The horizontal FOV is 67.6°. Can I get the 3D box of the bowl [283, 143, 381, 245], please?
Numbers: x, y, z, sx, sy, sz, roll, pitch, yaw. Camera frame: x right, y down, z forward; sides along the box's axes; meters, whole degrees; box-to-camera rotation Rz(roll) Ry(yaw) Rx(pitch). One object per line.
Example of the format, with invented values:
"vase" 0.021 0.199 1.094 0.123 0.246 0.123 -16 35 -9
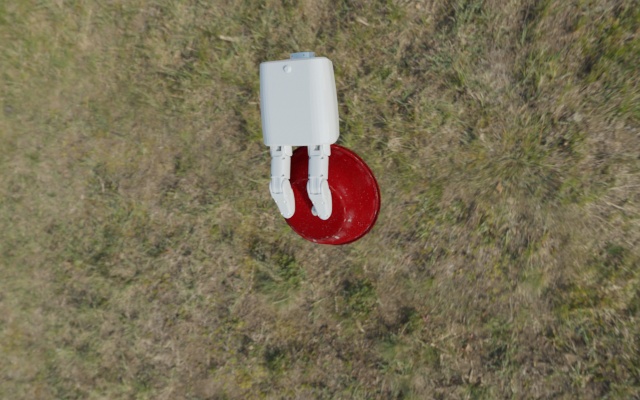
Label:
"bowl" 0.000 0.004 0.671 0.162 0.162 0.055 0 23 23
